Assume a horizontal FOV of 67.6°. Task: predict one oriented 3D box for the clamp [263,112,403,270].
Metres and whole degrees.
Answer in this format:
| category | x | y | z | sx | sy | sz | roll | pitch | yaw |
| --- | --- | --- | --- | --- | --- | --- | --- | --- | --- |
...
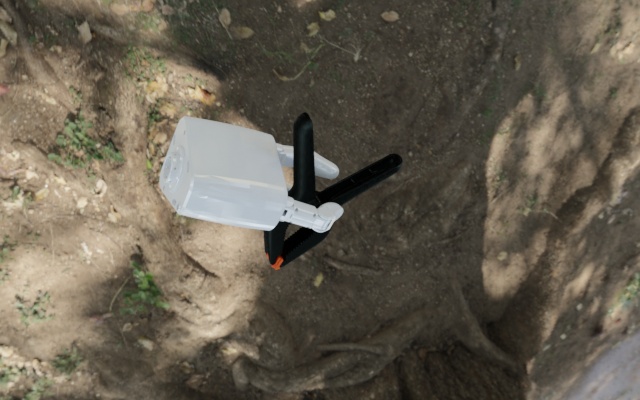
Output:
| category | x | y | z | sx | sy | sz | roll | pitch | yaw |
| --- | --- | --- | --- | --- | --- | --- | --- | --- | --- |
| clamp | 0.000 | 0.003 | 0.593 | 0.164 | 0.210 | 0.036 | 11 | 31 | -34 |
